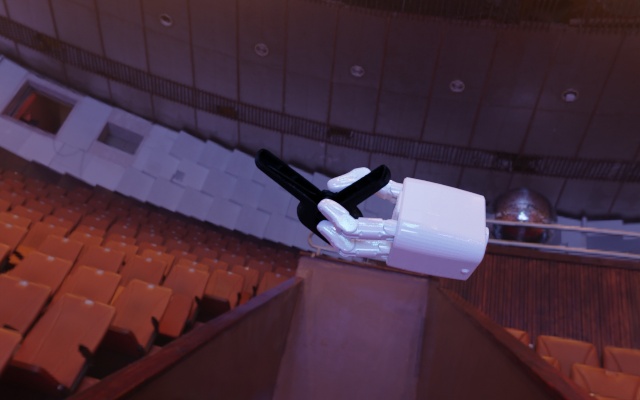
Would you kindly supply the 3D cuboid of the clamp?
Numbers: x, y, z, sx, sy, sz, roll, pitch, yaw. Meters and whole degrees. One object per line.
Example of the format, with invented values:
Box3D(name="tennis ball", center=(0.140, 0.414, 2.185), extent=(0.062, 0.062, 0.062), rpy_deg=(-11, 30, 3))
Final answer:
Box3D(name="clamp", center=(0.001, 0.002, 0.638), extent=(0.164, 0.036, 0.210), rpy_deg=(13, -29, 7))
